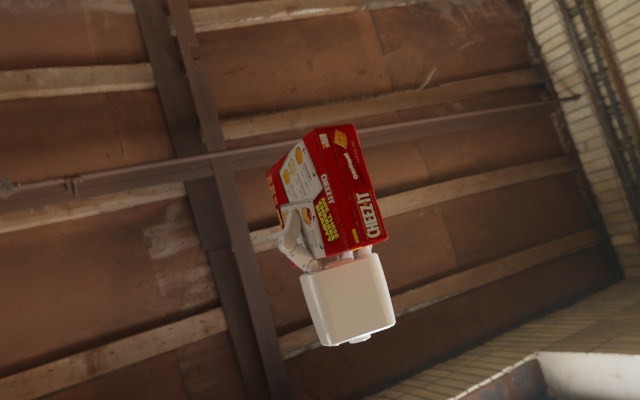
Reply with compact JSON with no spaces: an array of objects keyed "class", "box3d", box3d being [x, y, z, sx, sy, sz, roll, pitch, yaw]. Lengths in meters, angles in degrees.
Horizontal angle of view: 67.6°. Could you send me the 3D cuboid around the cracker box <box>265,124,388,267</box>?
[{"class":"cracker box","box3d":[0.000,0.002,0.704,0.072,0.164,0.214,-14,-7,-26]}]
